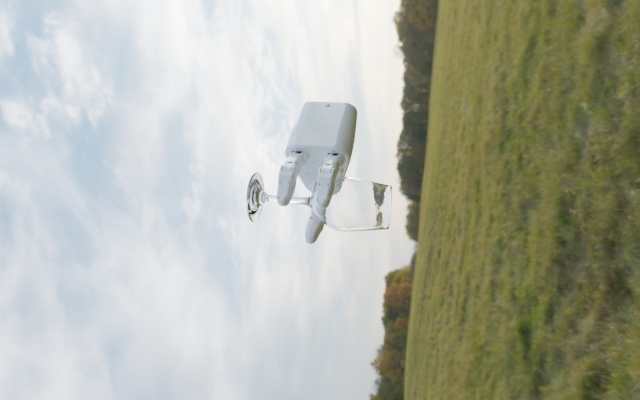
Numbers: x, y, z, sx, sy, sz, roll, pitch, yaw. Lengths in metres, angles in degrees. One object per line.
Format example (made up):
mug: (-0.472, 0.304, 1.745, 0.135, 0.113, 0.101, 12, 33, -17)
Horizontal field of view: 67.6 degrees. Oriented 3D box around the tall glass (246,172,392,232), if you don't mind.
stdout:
tall glass: (-0.001, 0.002, 0.688, 0.201, 0.079, 0.079, 5, 1, 12)
